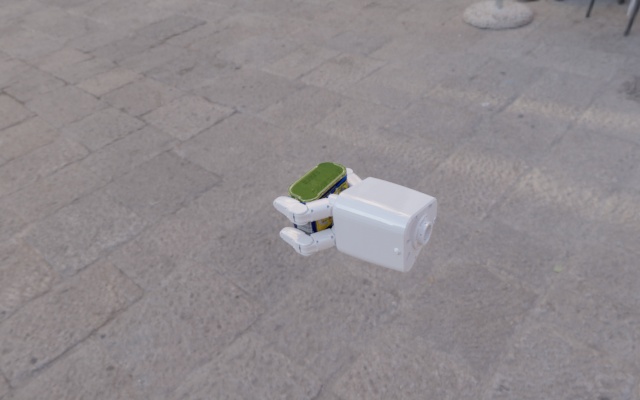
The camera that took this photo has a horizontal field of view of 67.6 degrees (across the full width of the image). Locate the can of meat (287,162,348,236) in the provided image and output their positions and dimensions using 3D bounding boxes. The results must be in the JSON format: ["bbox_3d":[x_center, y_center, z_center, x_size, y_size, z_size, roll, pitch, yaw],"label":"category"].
[{"bbox_3d":[0.000,0.002,0.705,0.057,0.084,0.102,21,46,32],"label":"can of meat"}]
